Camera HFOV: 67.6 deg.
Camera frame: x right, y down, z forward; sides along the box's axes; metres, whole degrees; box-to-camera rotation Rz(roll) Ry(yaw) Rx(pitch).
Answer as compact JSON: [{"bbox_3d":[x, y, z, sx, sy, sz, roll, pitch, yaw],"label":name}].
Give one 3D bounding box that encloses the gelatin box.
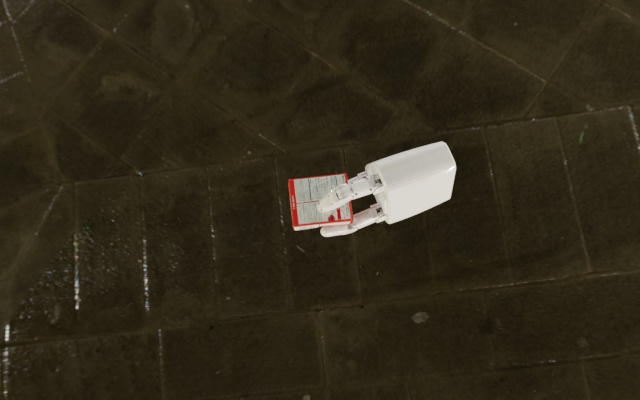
[{"bbox_3d":[0.000,0.002,0.707,0.089,0.073,0.030,-6,-14,-3],"label":"gelatin box"}]
